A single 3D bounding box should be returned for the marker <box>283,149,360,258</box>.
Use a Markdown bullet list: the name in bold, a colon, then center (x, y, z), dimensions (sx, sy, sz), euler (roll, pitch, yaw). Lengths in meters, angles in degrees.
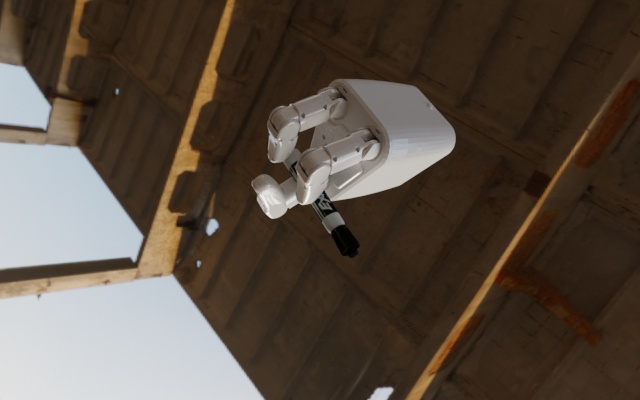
- **marker**: center (0.000, 0.001, 0.439), dimensions (0.020, 0.121, 0.020), euler (-26, -26, -14)
